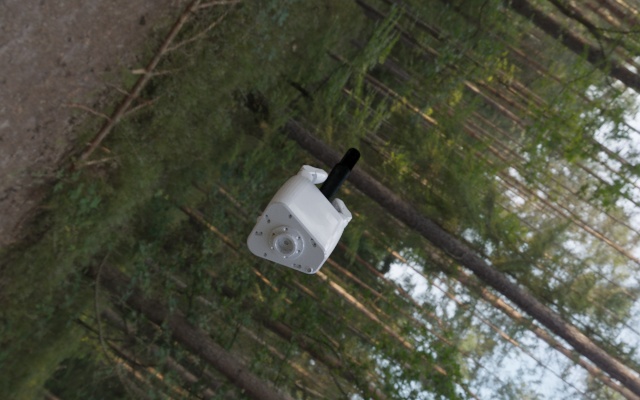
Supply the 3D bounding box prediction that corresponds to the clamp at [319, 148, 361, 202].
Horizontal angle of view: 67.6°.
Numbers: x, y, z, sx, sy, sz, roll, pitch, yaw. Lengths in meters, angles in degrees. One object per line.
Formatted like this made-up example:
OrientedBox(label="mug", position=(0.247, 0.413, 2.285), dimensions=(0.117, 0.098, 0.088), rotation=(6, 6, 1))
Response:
OrientedBox(label="clamp", position=(0.000, 0.004, 0.797), dimensions=(0.036, 0.210, 0.164), rotation=(35, 25, 2))
